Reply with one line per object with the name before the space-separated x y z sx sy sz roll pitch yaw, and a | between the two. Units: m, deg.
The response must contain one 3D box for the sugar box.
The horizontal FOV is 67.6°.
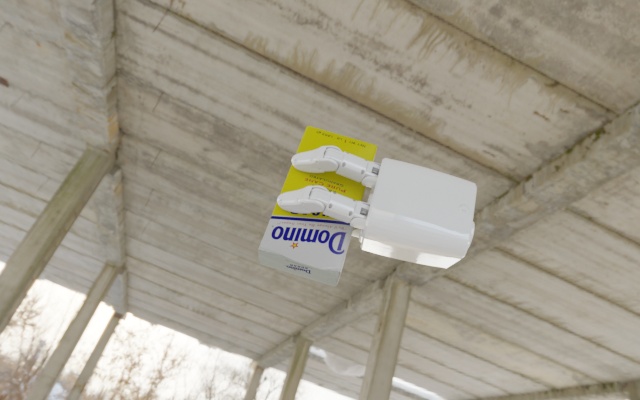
sugar box | 0.000 0.001 0.554 0.093 0.176 0.048 16 -31 4
